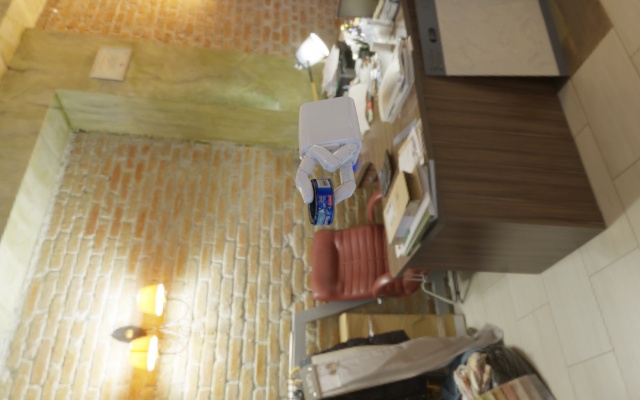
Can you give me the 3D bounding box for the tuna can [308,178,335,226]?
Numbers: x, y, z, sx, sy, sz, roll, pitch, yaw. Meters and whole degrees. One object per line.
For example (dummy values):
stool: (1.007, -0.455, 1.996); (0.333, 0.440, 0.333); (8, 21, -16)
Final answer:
tuna can: (0.000, 0.003, 0.862); (0.034, 0.086, 0.086); (-1, 0, -12)
